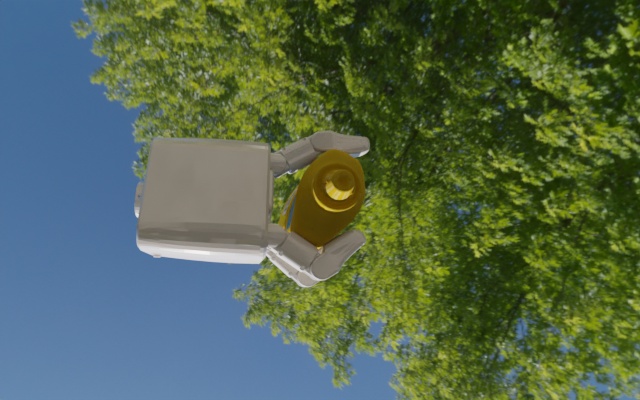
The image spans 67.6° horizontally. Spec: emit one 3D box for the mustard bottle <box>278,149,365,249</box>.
[{"bbox_3d":[0.000,0.002,0.459,0.058,0.096,0.192,28,-14,-4],"label":"mustard bottle"}]
